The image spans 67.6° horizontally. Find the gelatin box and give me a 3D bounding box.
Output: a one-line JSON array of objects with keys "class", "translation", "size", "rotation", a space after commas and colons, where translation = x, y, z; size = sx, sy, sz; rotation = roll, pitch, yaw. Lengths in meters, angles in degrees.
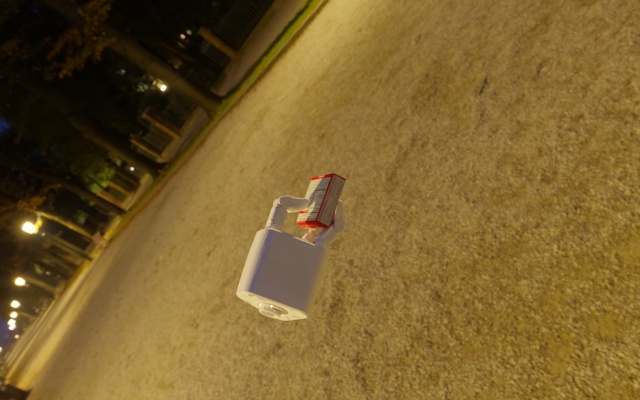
[{"class": "gelatin box", "translation": [0.000, 0.002, 0.788], "size": [0.030, 0.089, 0.073], "rotation": [26, -15, -25]}]
